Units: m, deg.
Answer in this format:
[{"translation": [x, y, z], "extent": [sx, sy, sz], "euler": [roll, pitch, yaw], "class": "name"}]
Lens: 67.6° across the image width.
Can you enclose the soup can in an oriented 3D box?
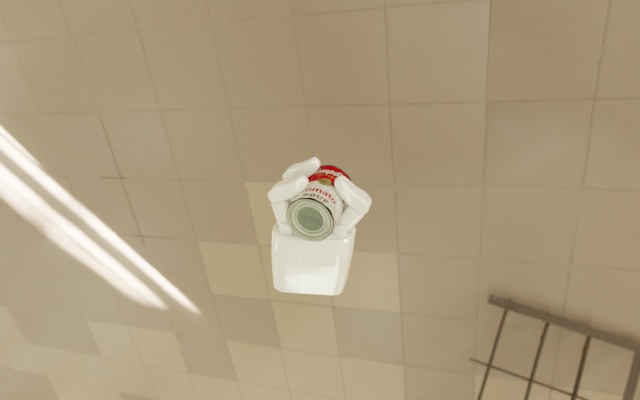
[{"translation": [0.000, 0.002, 0.658], "extent": [0.068, 0.068, 0.102], "euler": [0, 29, 20], "class": "soup can"}]
